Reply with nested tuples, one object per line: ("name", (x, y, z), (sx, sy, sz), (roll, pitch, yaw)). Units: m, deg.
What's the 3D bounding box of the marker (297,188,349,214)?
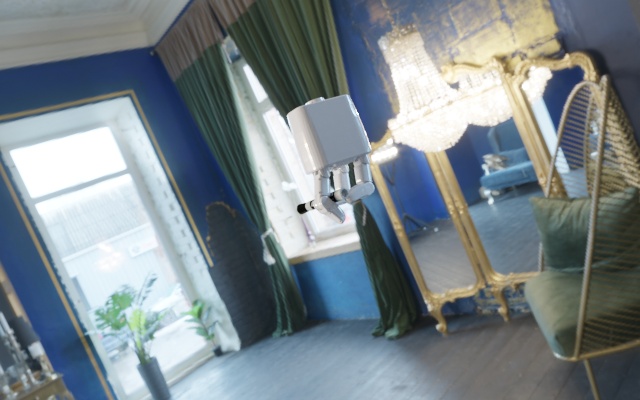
("marker", (0.000, 0.003, 0.792), (0.020, 0.020, 0.121), (0, -13, -40))
